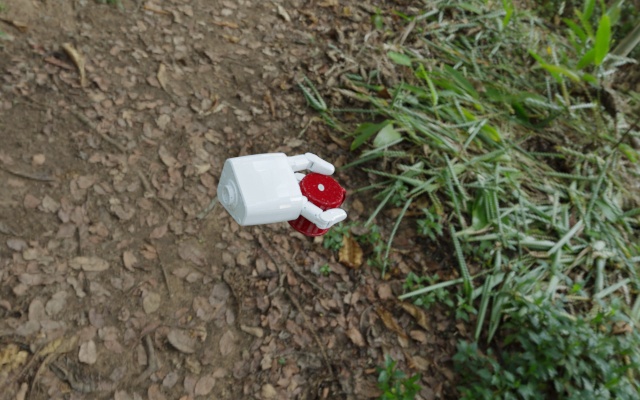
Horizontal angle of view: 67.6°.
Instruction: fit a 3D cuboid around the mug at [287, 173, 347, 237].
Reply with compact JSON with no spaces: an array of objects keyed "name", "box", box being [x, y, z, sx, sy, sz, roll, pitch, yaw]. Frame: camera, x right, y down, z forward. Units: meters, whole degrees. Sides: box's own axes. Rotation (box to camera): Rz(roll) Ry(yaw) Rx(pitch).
[{"name":"mug","box":[0.001,0.003,0.872,0.117,0.093,0.081,-10,-37,-35]}]
